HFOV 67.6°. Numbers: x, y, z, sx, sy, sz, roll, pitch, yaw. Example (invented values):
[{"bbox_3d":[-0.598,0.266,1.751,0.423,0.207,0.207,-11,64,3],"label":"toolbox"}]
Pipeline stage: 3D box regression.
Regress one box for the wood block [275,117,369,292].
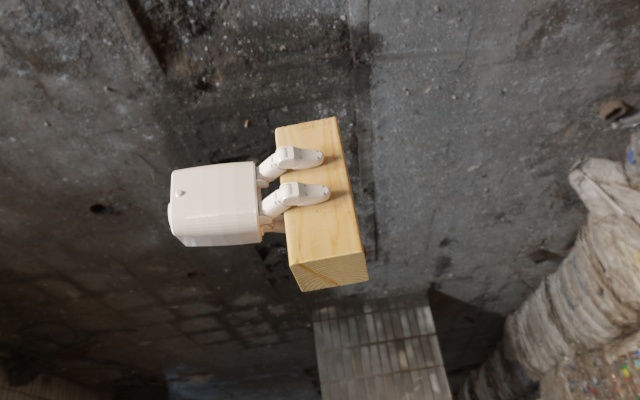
[{"bbox_3d":[0.000,0.002,0.631,0.090,0.206,0.091,-11,-32,3],"label":"wood block"}]
